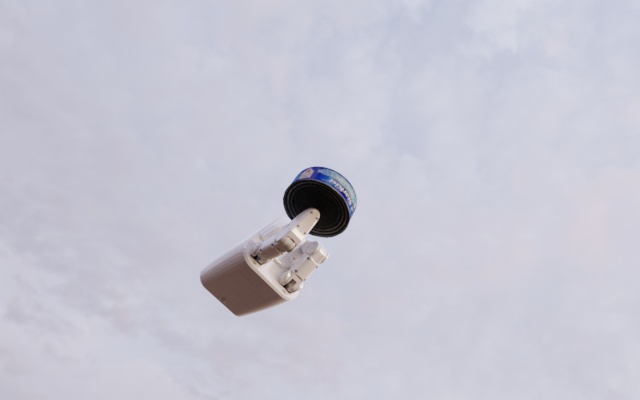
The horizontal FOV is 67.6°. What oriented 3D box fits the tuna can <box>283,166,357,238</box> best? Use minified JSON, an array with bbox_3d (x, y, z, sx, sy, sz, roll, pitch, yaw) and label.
[{"bbox_3d":[0.000,0.002,0.579,0.086,0.086,0.033,0,35,26],"label":"tuna can"}]
